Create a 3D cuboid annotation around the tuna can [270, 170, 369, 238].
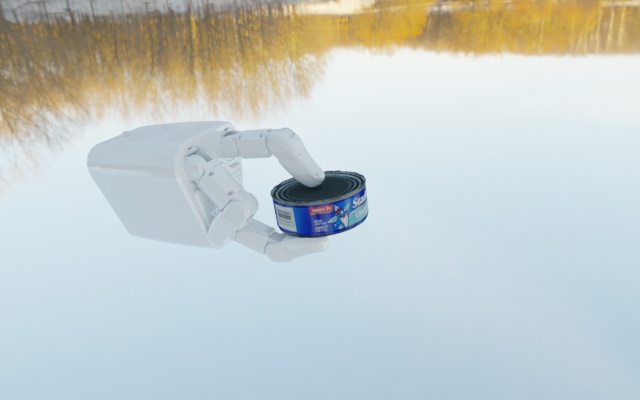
[{"bbox_3d":[0.000,0.002,0.429,0.086,0.034,0.086,-8,20,3],"label":"tuna can"}]
